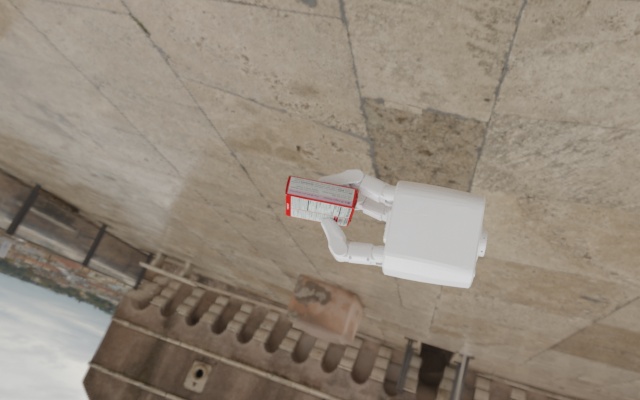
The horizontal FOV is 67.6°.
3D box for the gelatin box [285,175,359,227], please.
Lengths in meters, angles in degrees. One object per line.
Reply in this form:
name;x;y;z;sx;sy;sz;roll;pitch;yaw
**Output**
gelatin box;0.000;0.002;0.612;0.089;0.030;0.073;10;-22;1
